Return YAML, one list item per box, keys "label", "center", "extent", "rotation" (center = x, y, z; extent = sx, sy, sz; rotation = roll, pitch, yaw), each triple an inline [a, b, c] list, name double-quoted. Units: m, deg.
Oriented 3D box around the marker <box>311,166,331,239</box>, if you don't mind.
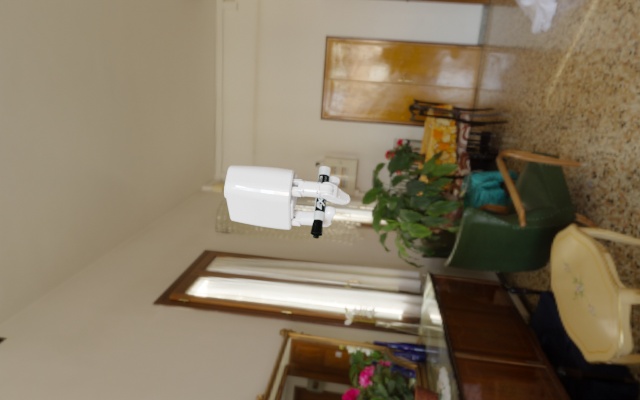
- label: "marker"
  center: [0.000, 0.003, 0.767]
  extent: [0.020, 0.121, 0.020]
  rotation: [7, -21, 3]
